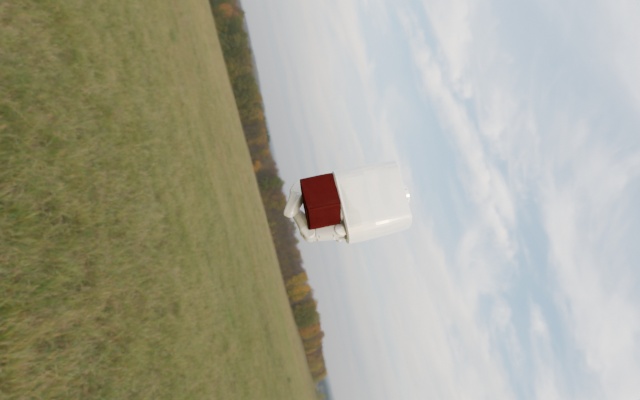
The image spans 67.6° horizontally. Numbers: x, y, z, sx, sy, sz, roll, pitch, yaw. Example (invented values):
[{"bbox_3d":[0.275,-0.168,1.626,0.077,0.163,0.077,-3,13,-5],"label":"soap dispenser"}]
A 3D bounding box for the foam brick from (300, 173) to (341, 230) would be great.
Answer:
[{"bbox_3d":[0.000,0.002,0.718,0.051,0.053,0.078,-11,-25,-4],"label":"foam brick"}]
